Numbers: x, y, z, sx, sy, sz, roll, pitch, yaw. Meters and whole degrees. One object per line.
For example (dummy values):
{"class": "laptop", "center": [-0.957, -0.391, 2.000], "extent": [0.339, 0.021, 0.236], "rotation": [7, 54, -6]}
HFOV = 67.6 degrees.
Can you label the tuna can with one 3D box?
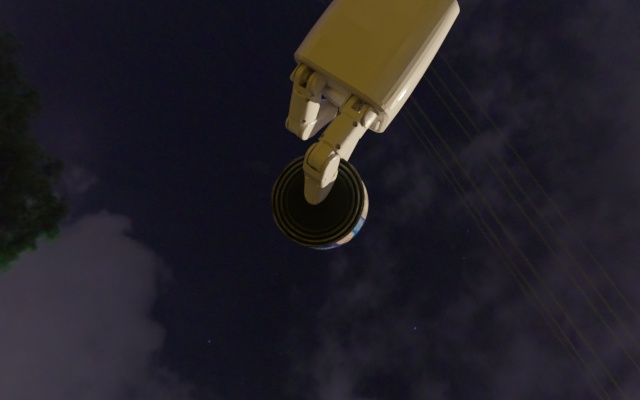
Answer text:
{"class": "tuna can", "center": [0.000, 0.002, 0.436], "extent": [0.086, 0.086, 0.034], "rotation": [0, -11, 13]}
